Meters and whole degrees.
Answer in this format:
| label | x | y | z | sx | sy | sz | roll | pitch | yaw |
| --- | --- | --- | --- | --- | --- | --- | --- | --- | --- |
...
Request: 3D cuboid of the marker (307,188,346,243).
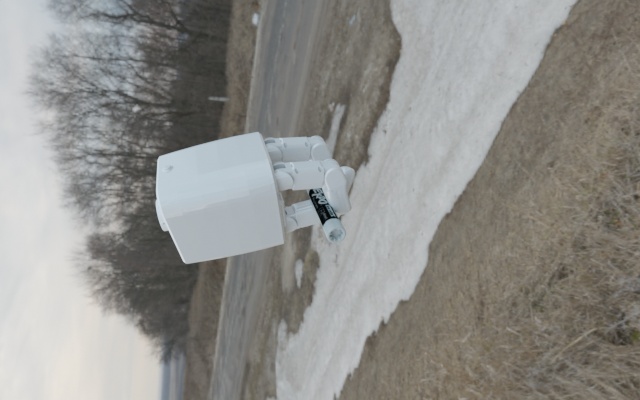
| label | x | y | z | sx | sy | sz | roll | pitch | yaw |
| --- | --- | --- | --- | --- | --- | --- | --- | --- | --- |
| marker | 0.000 | 0.002 | 0.494 | 0.020 | 0.020 | 0.121 | 0 | 31 | -17 |
